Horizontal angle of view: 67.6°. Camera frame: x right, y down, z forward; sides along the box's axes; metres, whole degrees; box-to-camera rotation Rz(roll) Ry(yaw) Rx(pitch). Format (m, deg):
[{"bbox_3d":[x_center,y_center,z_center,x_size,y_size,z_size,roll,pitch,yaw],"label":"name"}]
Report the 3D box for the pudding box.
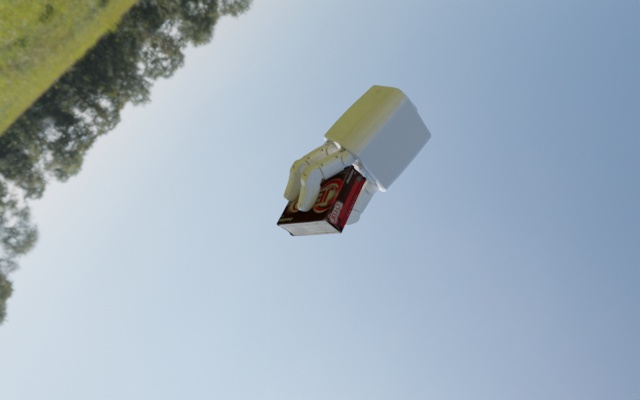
[{"bbox_3d":[0.000,0.002,0.656,0.039,0.090,0.113,41,-29,-26],"label":"pudding box"}]
